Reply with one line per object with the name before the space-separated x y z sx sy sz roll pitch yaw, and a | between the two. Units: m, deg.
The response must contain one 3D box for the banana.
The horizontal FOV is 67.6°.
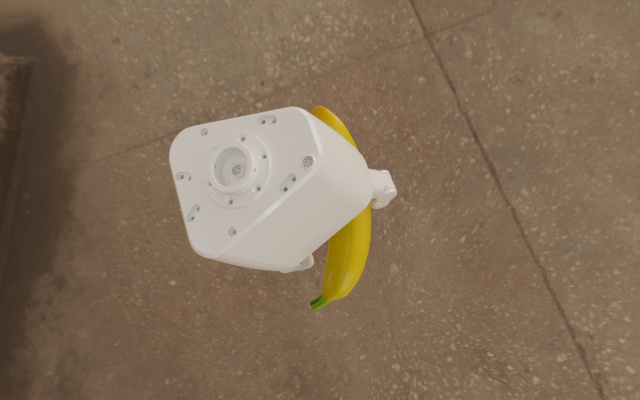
banana | 0.015 0.004 0.441 0.069 0.198 0.037 -2 -7 34
